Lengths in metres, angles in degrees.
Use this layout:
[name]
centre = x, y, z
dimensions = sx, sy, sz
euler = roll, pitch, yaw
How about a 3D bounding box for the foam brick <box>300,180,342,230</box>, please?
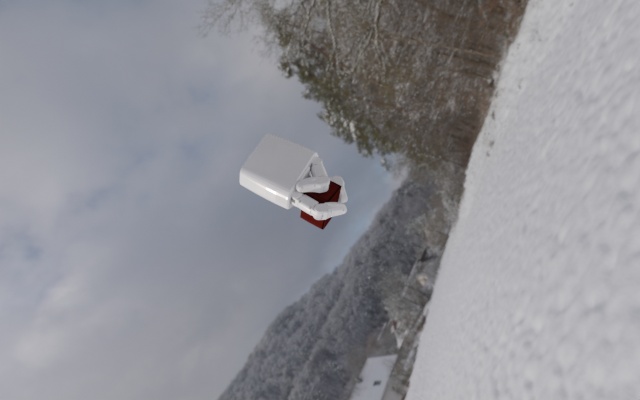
[foam brick]
centre = 0.000, 0.003, 0.884
dimensions = 0.051, 0.078, 0.053
euler = 26, 47, 14
